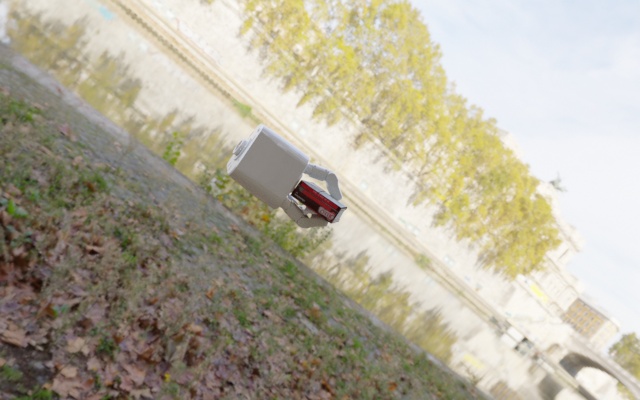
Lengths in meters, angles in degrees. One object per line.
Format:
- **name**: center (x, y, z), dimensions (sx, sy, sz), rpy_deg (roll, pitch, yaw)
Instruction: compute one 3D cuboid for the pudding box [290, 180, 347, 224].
- **pudding box**: center (0.000, 0.003, 0.879), dimensions (0.090, 0.039, 0.113), rpy_deg (36, 6, 8)
